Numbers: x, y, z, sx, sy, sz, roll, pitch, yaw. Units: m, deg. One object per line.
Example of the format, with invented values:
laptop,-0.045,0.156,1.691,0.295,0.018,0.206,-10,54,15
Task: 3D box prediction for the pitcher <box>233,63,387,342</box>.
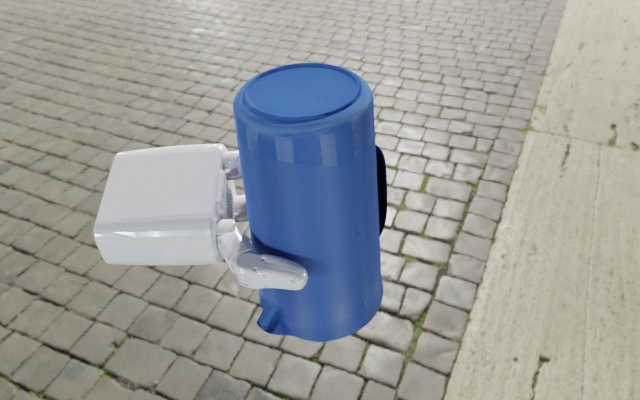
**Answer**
pitcher,0.000,0.002,0.444,0.145,0.243,0.149,-3,40,1
